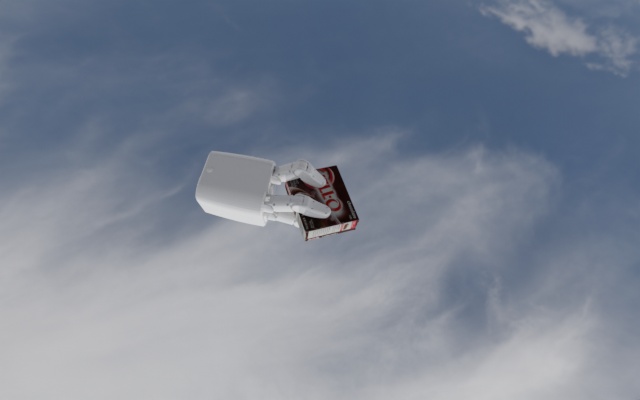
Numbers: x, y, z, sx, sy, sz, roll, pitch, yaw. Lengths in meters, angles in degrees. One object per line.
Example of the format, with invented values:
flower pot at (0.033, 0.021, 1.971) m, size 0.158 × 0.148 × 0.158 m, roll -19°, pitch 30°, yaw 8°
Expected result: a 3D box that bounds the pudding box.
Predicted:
pudding box at (0.000, 0.003, 0.768) m, size 0.090 × 0.113 × 0.039 m, roll -13°, pitch -28°, yaw -15°
